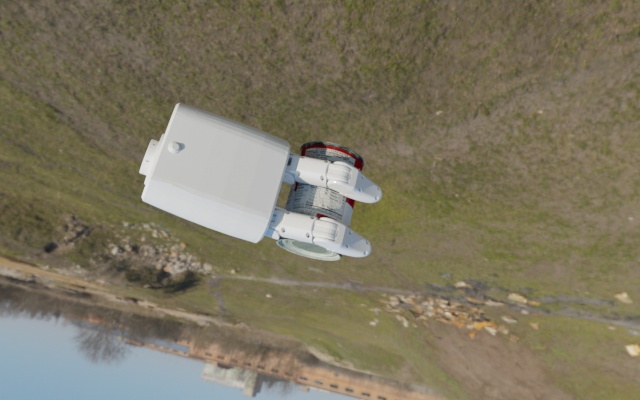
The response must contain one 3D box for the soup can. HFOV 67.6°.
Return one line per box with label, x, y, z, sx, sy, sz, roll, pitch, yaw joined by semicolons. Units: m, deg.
soup can;0.000;0.002;0.476;0.068;0.102;0.068;13;-18;4
